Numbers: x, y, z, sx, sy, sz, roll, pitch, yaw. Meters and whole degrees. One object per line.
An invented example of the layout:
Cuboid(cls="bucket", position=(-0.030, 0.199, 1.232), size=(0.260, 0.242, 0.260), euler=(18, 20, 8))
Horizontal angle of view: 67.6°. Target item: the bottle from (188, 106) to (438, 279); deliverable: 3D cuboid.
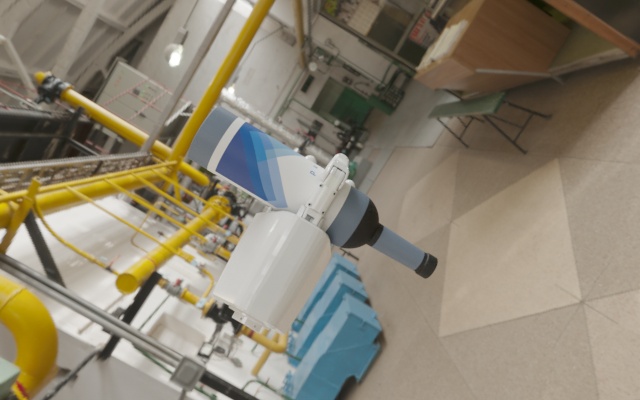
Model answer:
Cuboid(cls="bottle", position=(0.000, 0.002, 0.529), size=(0.296, 0.069, 0.069), euler=(31, -3, -5))
